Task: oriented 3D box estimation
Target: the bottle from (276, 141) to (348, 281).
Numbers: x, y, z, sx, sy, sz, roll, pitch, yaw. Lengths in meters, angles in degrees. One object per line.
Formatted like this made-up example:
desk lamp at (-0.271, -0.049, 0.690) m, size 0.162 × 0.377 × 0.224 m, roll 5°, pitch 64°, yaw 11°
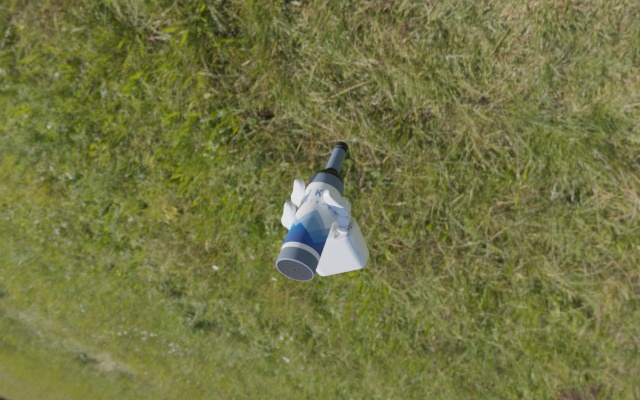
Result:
bottle at (0.000, 0.003, 0.866) m, size 0.069 × 0.295 × 0.069 m, roll 13°, pitch -36°, yaw 10°
